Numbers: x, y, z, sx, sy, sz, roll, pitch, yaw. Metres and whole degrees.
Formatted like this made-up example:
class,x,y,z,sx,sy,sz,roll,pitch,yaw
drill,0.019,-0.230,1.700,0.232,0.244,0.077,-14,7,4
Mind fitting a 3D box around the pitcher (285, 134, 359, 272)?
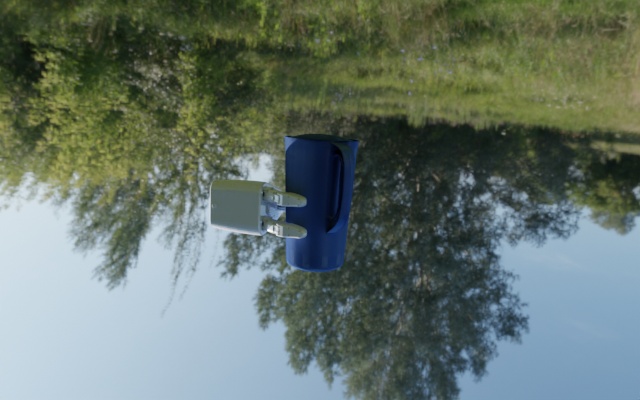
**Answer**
class,x,y,z,sx,sy,sz,roll,pitch,yaw
pitcher,0.000,0.003,0.862,0.145,0.243,0.149,6,10,16
